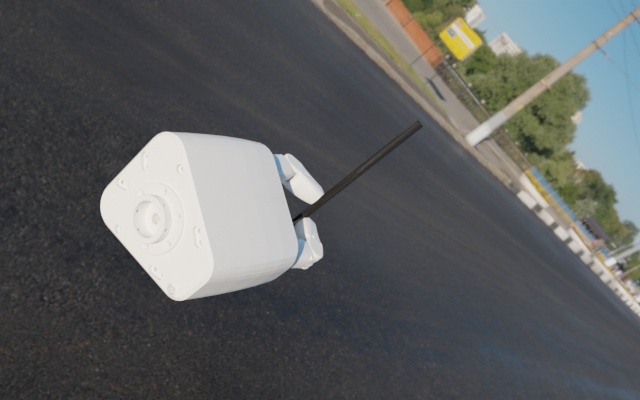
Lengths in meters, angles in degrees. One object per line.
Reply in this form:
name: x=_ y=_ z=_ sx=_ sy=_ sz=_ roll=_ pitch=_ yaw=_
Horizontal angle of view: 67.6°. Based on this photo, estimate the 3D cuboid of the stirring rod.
stirring rod: x=0.000 y=0.002 z=0.465 sx=0.239 sy=0.011 sz=0.011 roll=-38 pitch=-17 yaw=22
